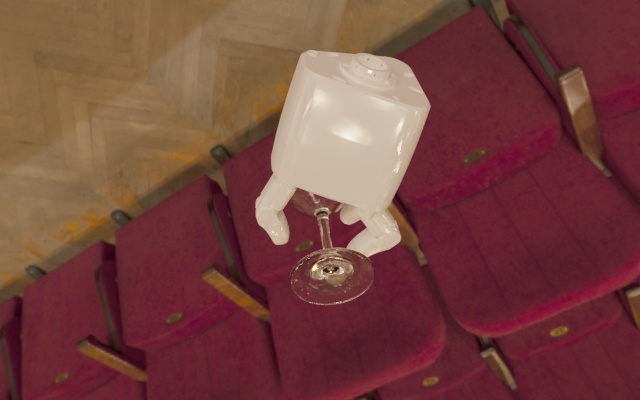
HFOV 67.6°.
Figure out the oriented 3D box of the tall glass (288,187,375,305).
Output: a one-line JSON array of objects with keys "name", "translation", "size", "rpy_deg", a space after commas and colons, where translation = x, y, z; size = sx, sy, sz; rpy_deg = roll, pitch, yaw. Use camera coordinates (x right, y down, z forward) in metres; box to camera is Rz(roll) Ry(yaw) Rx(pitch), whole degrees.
[{"name": "tall glass", "translation": [0.000, 0.002, 0.485], "size": [0.079, 0.079, 0.200], "rpy_deg": [0, 41, -8]}]
